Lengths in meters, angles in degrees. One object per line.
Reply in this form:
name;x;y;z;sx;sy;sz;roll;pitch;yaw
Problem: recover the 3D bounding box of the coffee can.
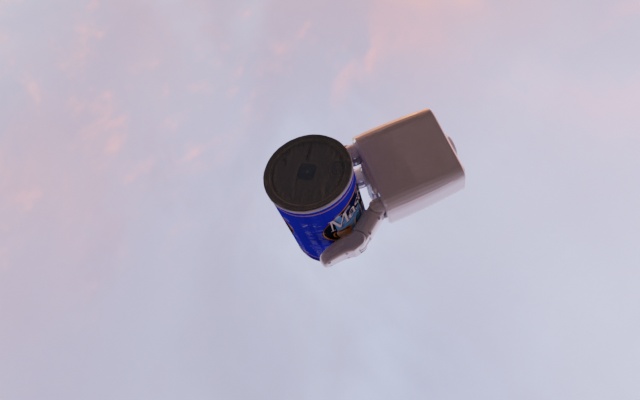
coffee can;0.000;0.002;0.587;0.103;0.102;0.140;0;-30;14
